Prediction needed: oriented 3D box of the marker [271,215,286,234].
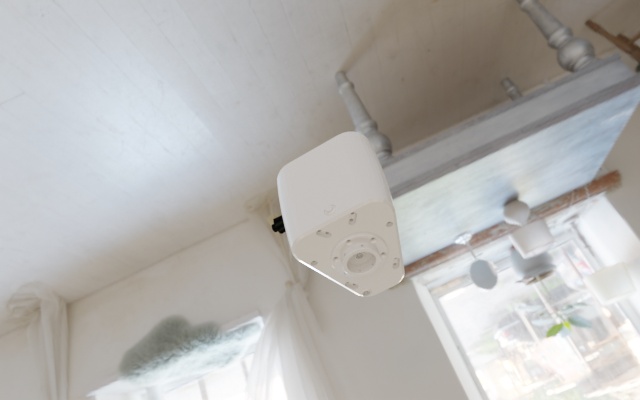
[{"bbox_3d":[0.000,0.002,0.507,0.121,0.020,0.020,-29,-6,11],"label":"marker"}]
